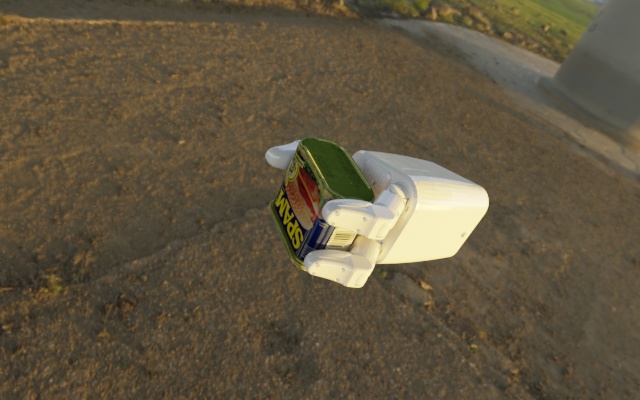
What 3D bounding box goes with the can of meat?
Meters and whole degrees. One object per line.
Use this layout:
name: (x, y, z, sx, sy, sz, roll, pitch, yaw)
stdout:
can of meat: (0.000, 0.001, 0.447, 0.057, 0.084, 0.102, 5, 37, -30)
